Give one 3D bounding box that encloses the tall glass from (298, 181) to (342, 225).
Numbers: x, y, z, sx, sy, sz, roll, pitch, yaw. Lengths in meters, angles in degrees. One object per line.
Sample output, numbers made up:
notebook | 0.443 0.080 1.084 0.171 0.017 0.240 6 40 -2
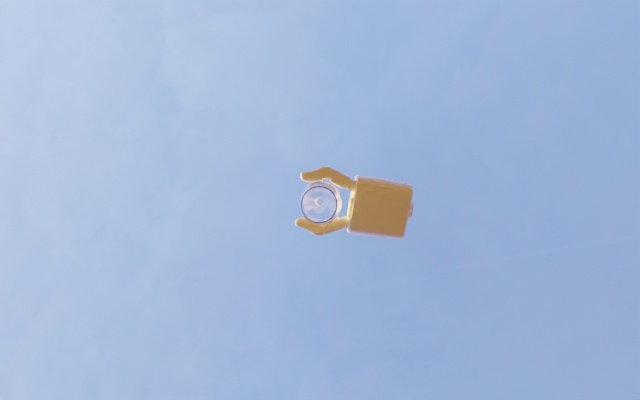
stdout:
tall glass | 0.000 0.003 0.893 0.079 0.079 0.201 0 2 2
